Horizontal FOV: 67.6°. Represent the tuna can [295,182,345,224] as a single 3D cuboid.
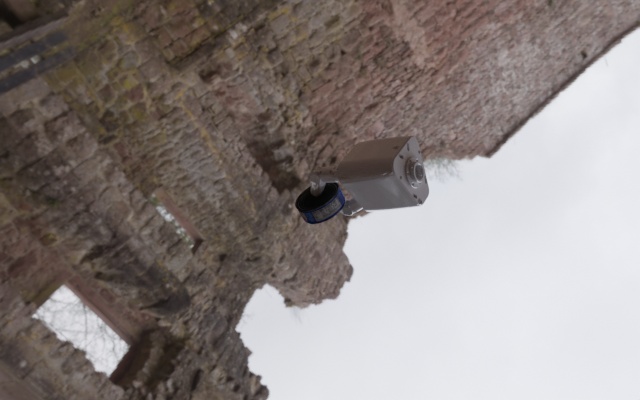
[{"bbox_3d":[0.000,0.003,0.853,0.086,0.034,0.086,-22,29,13],"label":"tuna can"}]
